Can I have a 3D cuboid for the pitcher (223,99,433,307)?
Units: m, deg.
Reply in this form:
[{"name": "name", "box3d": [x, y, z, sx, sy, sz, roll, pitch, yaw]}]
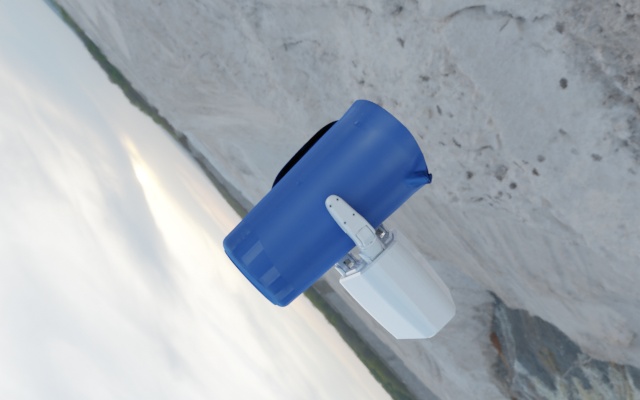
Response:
[{"name": "pitcher", "box3d": [0.000, 0.002, 0.575, 0.243, 0.145, 0.149, -43, 0, -7]}]
